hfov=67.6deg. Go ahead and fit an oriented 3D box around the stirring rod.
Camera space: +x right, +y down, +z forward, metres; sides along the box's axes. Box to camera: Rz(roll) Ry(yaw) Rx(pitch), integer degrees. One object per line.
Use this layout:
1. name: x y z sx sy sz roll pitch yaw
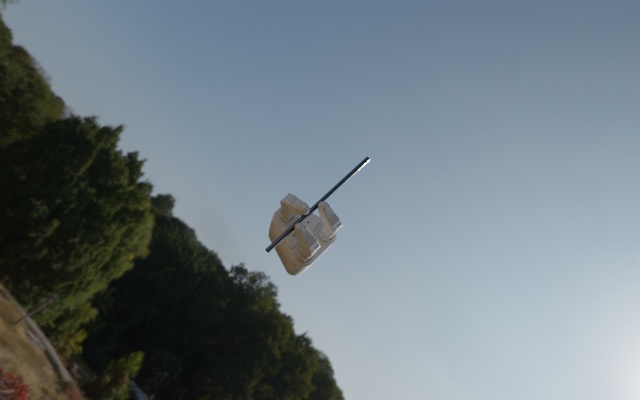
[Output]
1. stirring rod: 0.000 0.003 0.776 0.239 0.011 0.011 -42 19 -23
